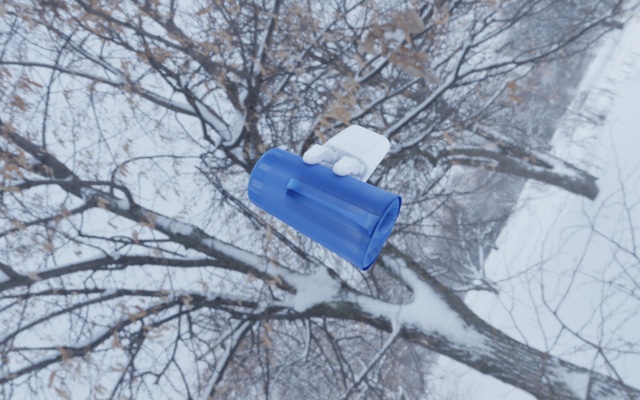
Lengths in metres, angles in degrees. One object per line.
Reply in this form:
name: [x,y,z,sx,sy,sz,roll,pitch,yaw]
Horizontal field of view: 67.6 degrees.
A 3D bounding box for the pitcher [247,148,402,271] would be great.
pitcher: [0.000,0.003,0.786,0.243,0.149,0.145,26,42,18]
